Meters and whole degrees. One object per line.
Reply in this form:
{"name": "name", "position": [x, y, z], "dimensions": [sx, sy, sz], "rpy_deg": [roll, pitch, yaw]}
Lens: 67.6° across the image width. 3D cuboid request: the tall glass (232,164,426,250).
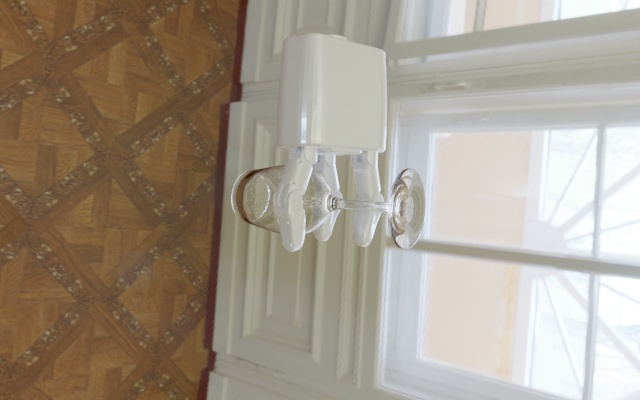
{"name": "tall glass", "position": [0.001, 0.002, 0.491], "dimensions": [0.201, 0.079, 0.079], "rpy_deg": [4, 2, 36]}
